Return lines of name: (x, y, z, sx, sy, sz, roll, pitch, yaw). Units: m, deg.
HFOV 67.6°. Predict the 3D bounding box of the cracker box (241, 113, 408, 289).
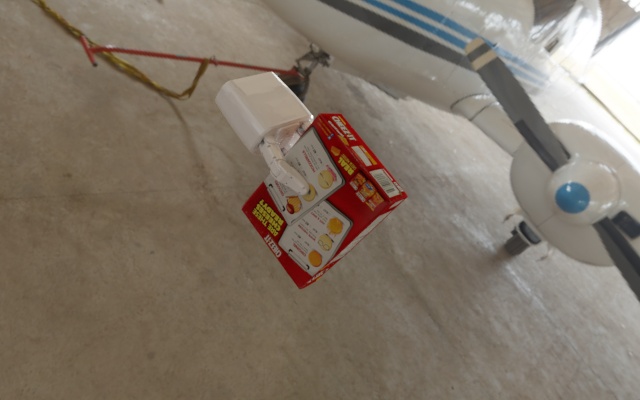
cracker box: (0.000, 0.002, 0.714, 0.214, 0.164, 0.072, -47, -17, 31)
